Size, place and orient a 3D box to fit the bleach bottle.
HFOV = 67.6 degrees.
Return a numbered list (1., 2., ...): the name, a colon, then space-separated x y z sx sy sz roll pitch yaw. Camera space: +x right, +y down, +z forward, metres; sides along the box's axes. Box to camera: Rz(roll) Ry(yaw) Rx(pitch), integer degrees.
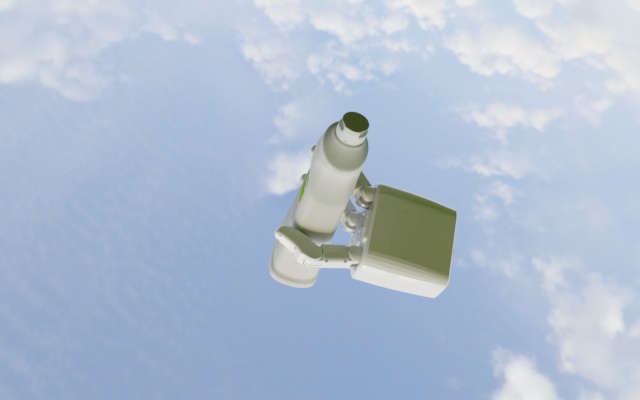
1. bleach bottle: 0.000 0.002 0.559 0.068 0.102 0.251 15 -39 -8
